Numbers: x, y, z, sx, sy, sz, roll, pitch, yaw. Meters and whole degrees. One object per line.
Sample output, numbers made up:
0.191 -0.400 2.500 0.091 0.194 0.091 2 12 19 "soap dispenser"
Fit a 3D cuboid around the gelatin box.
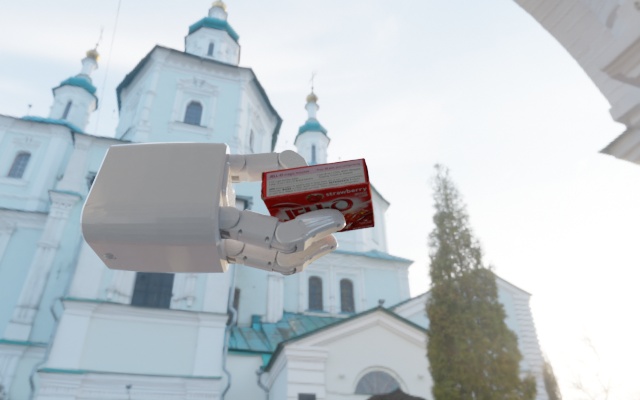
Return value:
0.000 0.001 0.413 0.089 0.030 0.073 -9 -33 5 "gelatin box"
